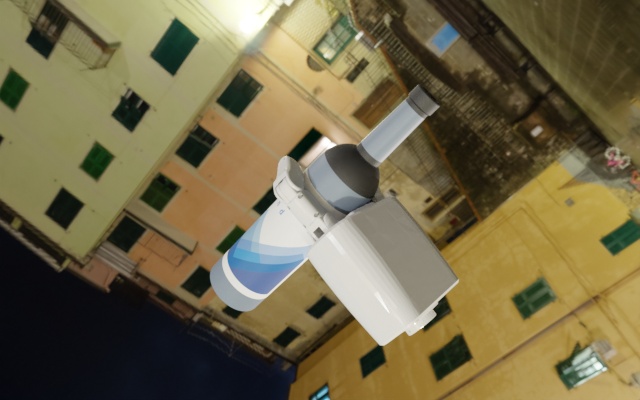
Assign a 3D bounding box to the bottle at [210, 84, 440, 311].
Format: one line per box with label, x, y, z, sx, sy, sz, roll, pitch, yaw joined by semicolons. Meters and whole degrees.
bottle;0.000;0.002;0.479;0.296;0.069;0.069;-45;-21;23
